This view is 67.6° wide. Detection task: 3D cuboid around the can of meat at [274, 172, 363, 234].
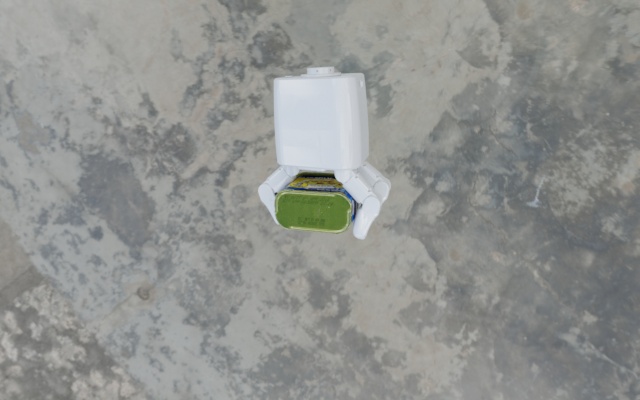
[{"bbox_3d":[0.000,0.002,0.608,0.102,0.057,0.084,4,17,14],"label":"can of meat"}]
